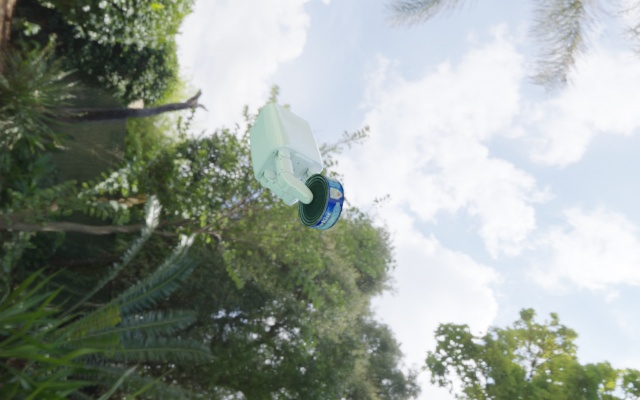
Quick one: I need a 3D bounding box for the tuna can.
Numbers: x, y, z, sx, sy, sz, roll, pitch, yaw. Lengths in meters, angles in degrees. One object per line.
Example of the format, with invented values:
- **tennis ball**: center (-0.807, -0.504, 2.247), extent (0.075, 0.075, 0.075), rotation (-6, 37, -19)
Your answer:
- **tuna can**: center (0.001, 0.003, 0.751), extent (0.034, 0.086, 0.086), rotation (14, -7, -31)
